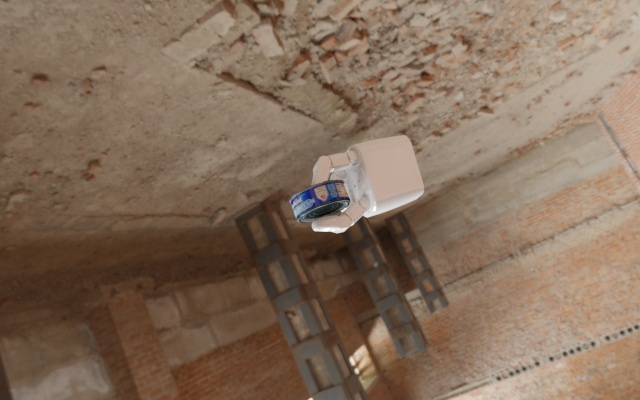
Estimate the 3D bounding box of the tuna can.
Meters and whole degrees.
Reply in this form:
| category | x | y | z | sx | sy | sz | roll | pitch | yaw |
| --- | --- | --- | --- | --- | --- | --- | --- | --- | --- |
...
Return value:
| category | x | y | z | sx | sy | sz | roll | pitch | yaw |
| --- | --- | --- | --- | --- | --- | --- | --- | --- | --- |
| tuna can | 0.000 | 0.003 | 0.704 | 0.086 | 0.033 | 0.086 | -19 | -14 | -5 |
